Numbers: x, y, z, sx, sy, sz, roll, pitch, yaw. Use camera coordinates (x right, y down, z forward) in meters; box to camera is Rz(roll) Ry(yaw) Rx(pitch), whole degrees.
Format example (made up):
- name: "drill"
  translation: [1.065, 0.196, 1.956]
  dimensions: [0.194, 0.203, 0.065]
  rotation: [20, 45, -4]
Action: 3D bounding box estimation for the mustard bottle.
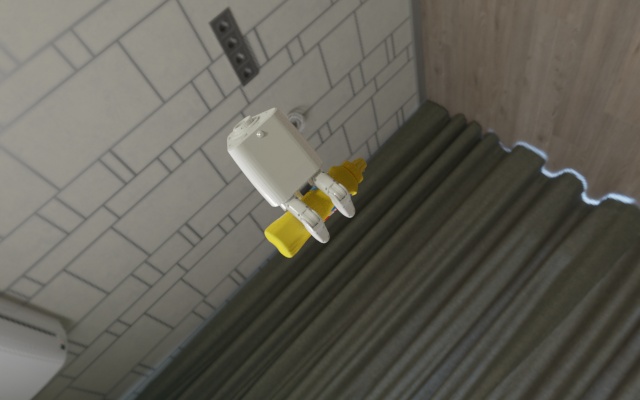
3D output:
- name: "mustard bottle"
  translation: [0.000, 0.003, 0.739]
  dimensions: [0.191, 0.058, 0.096]
  rotation: [-45, -2, -12]
